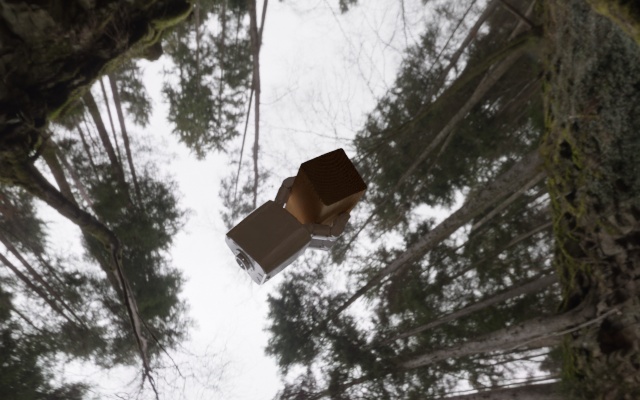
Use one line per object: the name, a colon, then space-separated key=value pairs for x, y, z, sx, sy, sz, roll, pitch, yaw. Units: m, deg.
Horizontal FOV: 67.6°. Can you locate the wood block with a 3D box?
wood block: x=0.000 y=0.003 z=0.892 sx=0.090 sy=0.090 sz=0.206 roll=-24 pitch=-18 yaw=-24
